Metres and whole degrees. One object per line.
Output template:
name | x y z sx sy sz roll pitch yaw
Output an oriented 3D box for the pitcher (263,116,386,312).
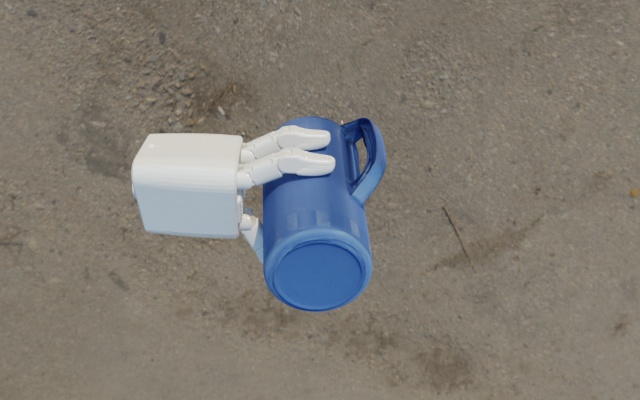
pitcher | 0.000 0.002 0.556 0.145 0.149 0.242 3 33 -6
